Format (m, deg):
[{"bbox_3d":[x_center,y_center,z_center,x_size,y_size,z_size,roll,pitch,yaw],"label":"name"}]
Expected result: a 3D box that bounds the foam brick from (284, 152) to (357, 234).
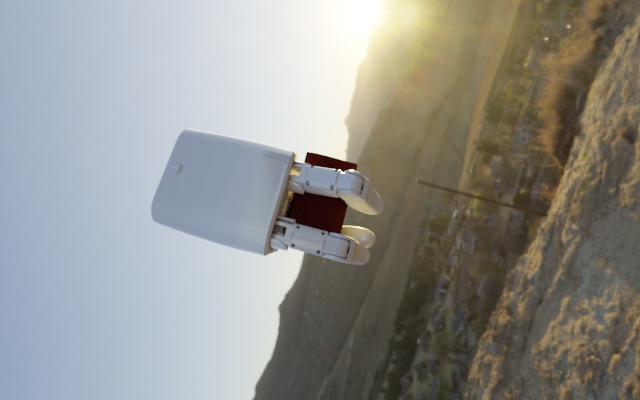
[{"bbox_3d":[0.000,0.001,0.459,0.051,0.078,0.053,15,-20,2],"label":"foam brick"}]
